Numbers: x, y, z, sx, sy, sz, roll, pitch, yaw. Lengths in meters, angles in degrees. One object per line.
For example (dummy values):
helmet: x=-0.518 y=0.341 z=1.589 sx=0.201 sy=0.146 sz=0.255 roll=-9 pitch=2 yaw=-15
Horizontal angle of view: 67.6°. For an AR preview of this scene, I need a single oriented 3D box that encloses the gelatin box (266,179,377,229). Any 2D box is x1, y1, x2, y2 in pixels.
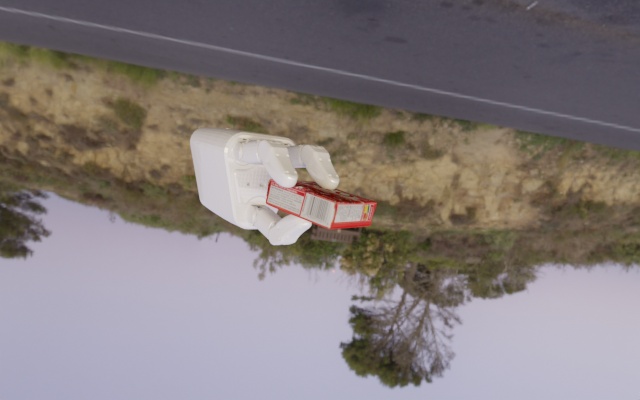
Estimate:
gelatin box: x=0.000 y=0.002 z=0.488 sx=0.089 sy=0.030 sz=0.073 roll=20 pitch=11 yaw=36
